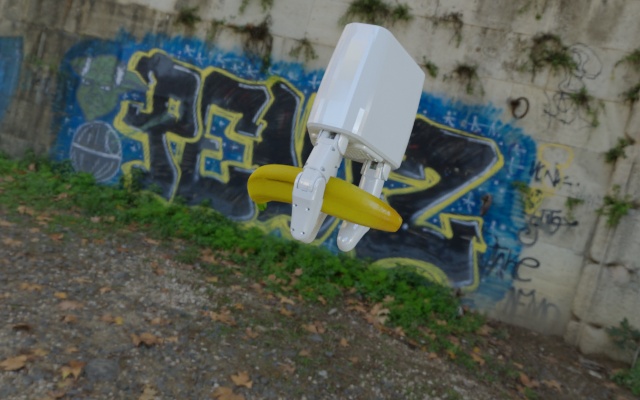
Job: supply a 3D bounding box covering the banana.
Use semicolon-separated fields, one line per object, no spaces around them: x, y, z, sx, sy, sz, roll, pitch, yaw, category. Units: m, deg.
-0.013;-0.007;0.471;0.198;0.037;0.070;9;-19;44;banana
